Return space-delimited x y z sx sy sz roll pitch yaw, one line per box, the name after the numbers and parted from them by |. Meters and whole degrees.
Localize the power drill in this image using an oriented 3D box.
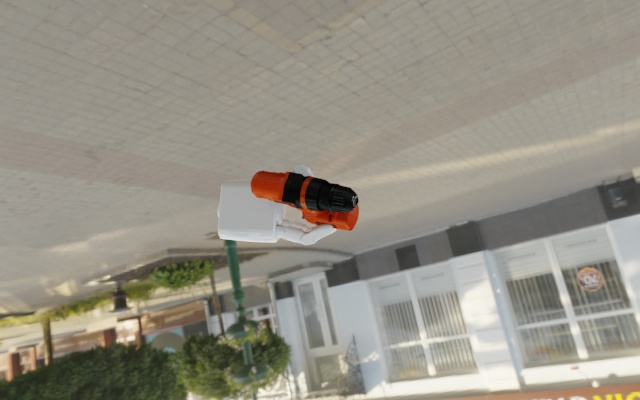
0.000 0.003 0.803 0.184 0.057 0.188 13 -10 27 | power drill
